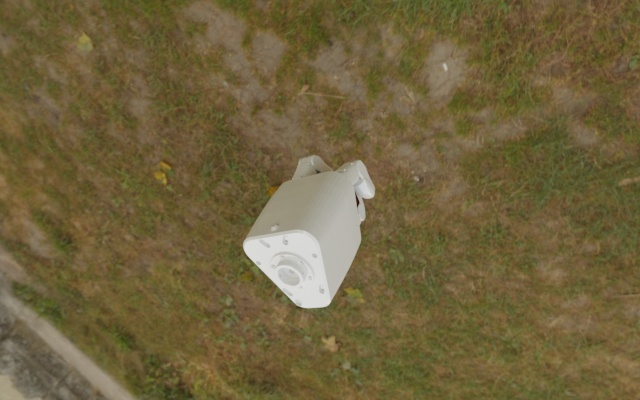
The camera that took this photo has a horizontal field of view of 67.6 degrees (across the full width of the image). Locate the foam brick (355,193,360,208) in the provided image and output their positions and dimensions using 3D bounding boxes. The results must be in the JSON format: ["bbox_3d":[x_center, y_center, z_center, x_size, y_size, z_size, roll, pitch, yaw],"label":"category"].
[{"bbox_3d":[0.000,0.002,0.602,0.078,0.053,0.051,-12,28,31],"label":"foam brick"}]
